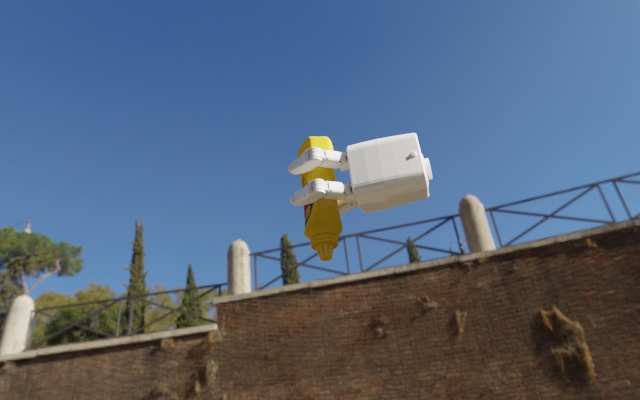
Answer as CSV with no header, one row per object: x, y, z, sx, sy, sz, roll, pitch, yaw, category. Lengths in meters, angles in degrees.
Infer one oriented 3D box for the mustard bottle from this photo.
0.000,0.002,0.740,0.058,0.191,0.096,0,-30,-11,mustard bottle
